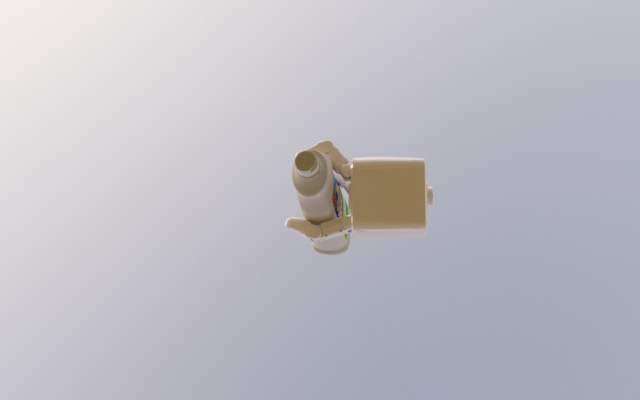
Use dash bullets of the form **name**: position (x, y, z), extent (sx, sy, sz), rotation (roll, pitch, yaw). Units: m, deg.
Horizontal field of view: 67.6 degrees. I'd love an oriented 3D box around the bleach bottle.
- **bleach bottle**: position (0.000, 0.002, 0.722), extent (0.068, 0.102, 0.251), rotation (-1, -21, 10)
